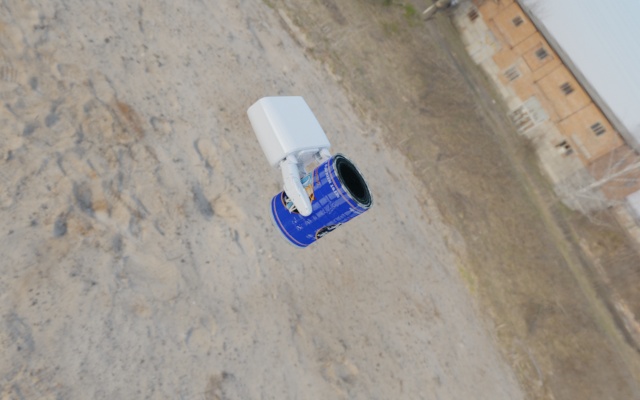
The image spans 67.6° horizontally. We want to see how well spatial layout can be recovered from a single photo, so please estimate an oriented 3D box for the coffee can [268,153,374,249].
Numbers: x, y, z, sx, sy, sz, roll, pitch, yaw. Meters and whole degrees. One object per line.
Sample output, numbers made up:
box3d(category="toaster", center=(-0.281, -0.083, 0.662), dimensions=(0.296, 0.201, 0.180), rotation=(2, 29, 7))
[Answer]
box3d(category="coffee can", center=(0.000, 0.003, 0.780), dimensions=(0.140, 0.102, 0.103), rotation=(-33, -15, 25))
